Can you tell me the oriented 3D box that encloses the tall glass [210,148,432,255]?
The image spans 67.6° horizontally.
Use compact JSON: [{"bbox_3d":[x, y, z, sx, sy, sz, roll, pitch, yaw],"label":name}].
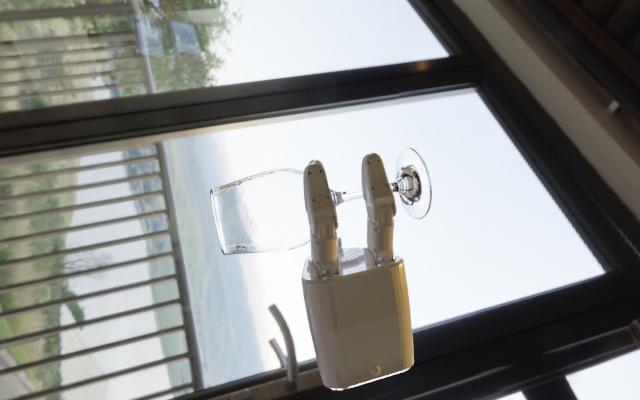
[{"bbox_3d":[0.001,0.001,0.459,0.201,0.079,0.079,-11,3,-15],"label":"tall glass"}]
